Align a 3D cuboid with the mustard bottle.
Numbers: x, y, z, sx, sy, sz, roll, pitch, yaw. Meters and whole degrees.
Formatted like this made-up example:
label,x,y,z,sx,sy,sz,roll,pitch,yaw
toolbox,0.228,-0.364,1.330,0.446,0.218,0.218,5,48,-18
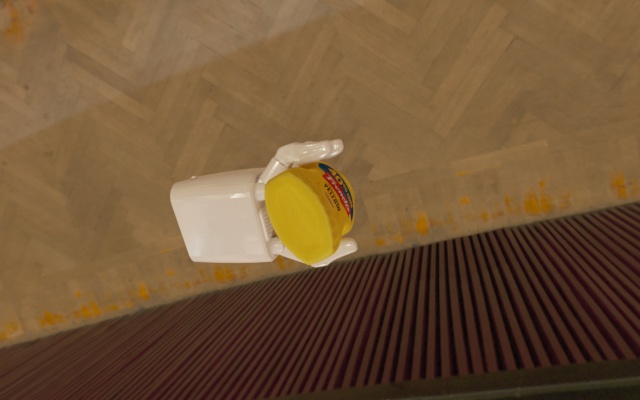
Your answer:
label,x,y,z,sx,sy,sz,roll,pitch,yaw
mustard bottle,0.000,0.002,0.551,0.058,0.096,0.191,-29,2,17
